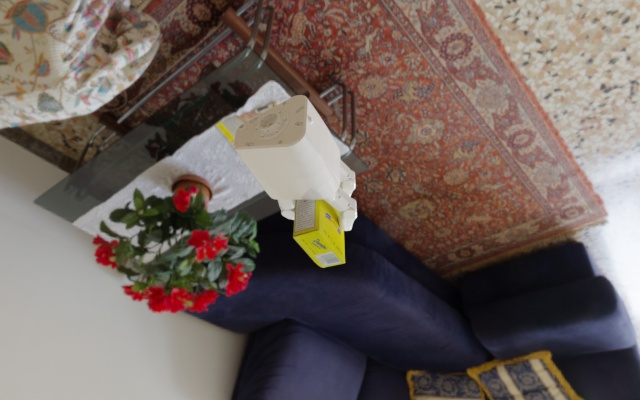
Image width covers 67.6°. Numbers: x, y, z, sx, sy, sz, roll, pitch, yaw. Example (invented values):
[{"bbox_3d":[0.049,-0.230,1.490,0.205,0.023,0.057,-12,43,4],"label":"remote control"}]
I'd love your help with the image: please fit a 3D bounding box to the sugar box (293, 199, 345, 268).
[{"bbox_3d":[0.001,0.002,0.716,0.048,0.176,0.093,-14,-41,20],"label":"sugar box"}]
